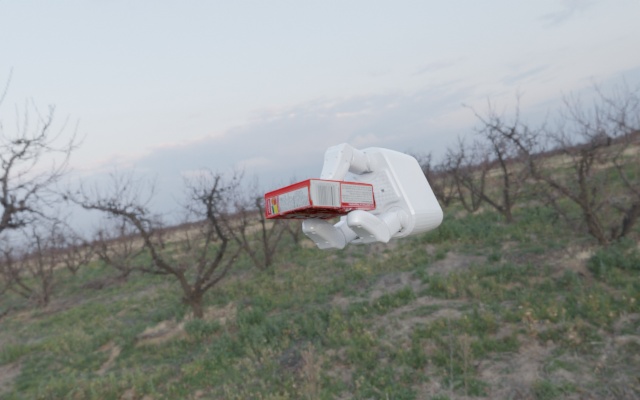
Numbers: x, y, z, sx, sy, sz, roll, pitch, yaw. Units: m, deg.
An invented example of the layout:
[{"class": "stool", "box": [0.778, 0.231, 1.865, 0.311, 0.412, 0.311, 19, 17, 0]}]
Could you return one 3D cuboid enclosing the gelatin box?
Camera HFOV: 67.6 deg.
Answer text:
[{"class": "gelatin box", "box": [0.000, 0.001, 0.483, 0.089, 0.030, 0.073, 3, -12, -42]}]
